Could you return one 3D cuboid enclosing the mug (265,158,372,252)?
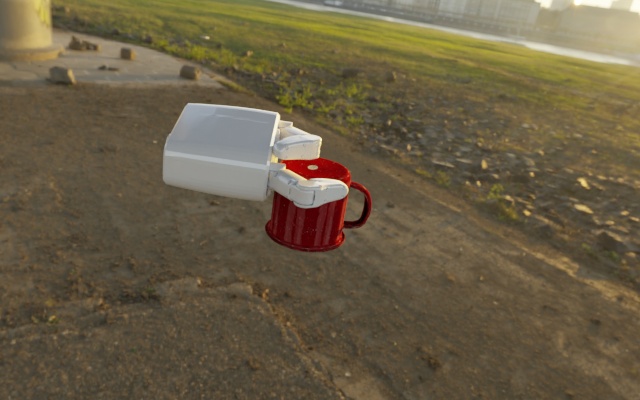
[{"bbox_3d":[0.002,0.002,0.536,0.117,0.081,0.093,7,23,-5],"label":"mug"}]
